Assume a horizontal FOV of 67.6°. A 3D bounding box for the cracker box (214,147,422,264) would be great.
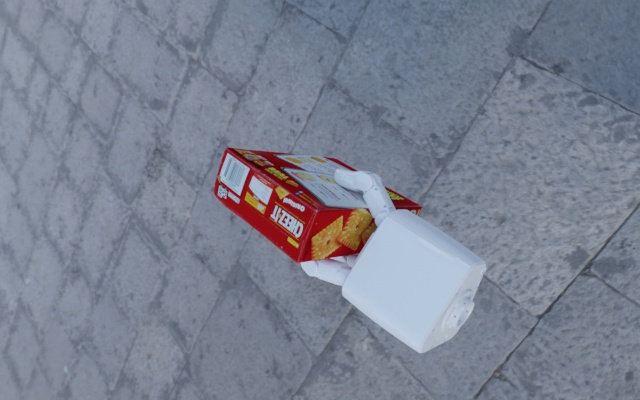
[{"bbox_3d":[0.000,0.002,0.601,0.164,0.072,0.214,33,21,35],"label":"cracker box"}]
